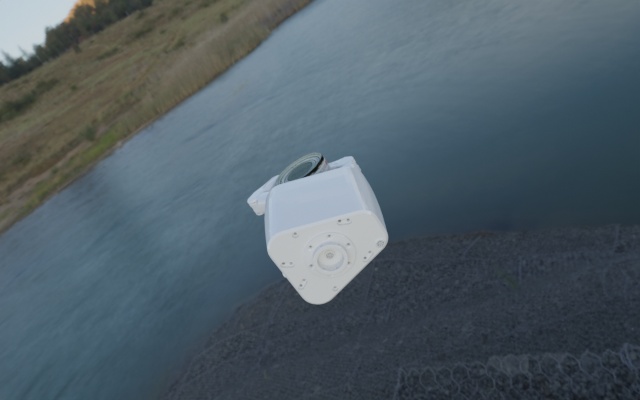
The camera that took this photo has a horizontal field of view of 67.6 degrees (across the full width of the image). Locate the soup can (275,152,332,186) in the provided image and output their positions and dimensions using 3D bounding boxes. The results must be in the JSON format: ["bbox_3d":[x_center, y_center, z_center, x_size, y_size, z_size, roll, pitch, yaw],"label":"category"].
[{"bbox_3d":[0.000,0.001,0.577,0.068,0.102,0.068,-29,24,14],"label":"soup can"}]
